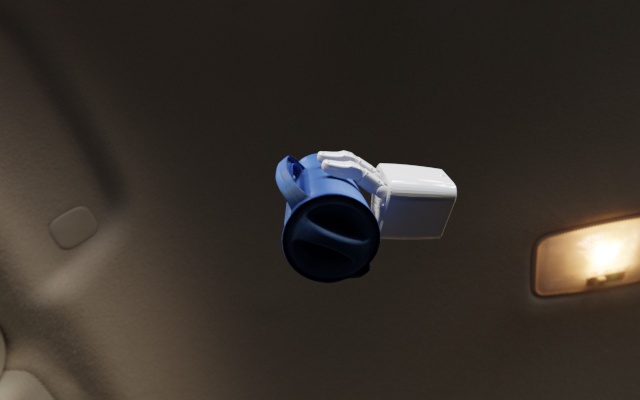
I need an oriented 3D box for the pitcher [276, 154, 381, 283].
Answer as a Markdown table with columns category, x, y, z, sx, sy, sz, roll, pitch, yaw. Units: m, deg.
| category | x | y | z | sx | sy | sz | roll | pitch | yaw |
| --- | --- | --- | --- | --- | --- | --- | --- | --- | --- |
| pitcher | 0.000 | 0.002 | 0.738 | 0.145 | 0.149 | 0.242 | 3 | 22 | -6 |
